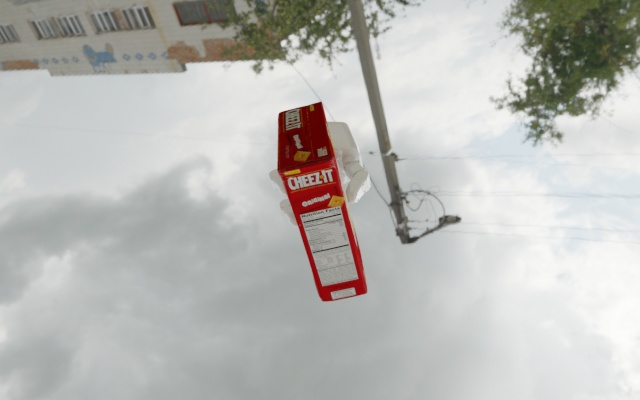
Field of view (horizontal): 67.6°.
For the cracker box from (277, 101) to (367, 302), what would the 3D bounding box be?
[{"bbox_3d":[0.000,0.002,0.638,0.072,0.214,0.164,-14,34,3],"label":"cracker box"}]
